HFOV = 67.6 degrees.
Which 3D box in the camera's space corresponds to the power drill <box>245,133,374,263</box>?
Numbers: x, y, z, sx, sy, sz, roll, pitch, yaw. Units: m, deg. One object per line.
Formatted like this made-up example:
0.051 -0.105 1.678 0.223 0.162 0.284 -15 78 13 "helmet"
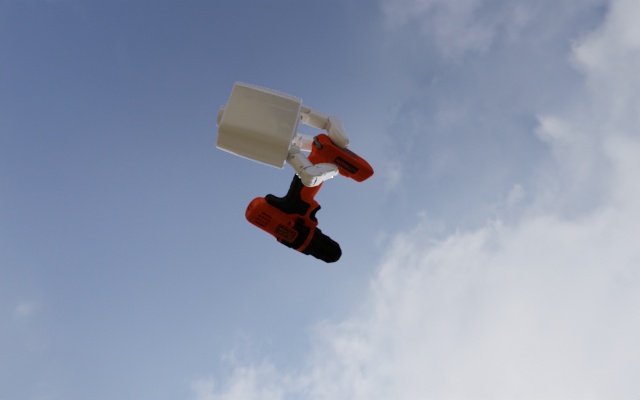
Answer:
0.000 0.002 0.767 0.184 0.188 0.057 30 16 -25 "power drill"
